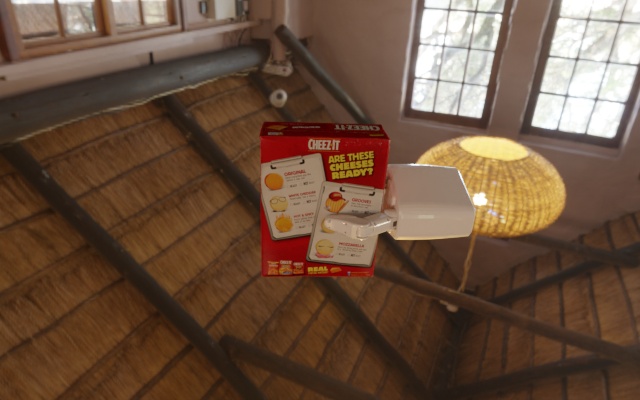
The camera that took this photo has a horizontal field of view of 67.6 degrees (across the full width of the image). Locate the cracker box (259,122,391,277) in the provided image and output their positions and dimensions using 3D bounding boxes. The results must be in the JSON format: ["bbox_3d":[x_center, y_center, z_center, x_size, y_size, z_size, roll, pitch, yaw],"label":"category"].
[{"bbox_3d":[0.000,0.002,0.661,0.164,0.214,0.072,1,27,-4],"label":"cracker box"}]
